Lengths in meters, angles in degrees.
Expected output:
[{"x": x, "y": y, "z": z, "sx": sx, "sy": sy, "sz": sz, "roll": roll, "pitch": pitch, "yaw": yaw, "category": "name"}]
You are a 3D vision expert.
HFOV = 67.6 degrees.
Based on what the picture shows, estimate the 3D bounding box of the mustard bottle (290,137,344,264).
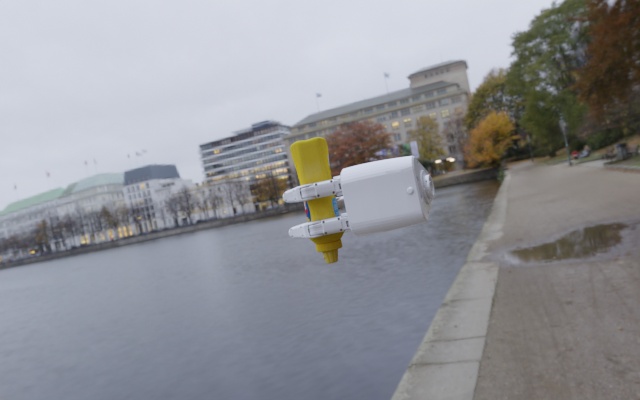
[{"x": 0.000, "y": 0.002, "z": 0.742, "sx": 0.058, "sy": 0.191, "sz": 0.096, "roll": -12, "pitch": 0, "yaw": -1, "category": "mustard bottle"}]
